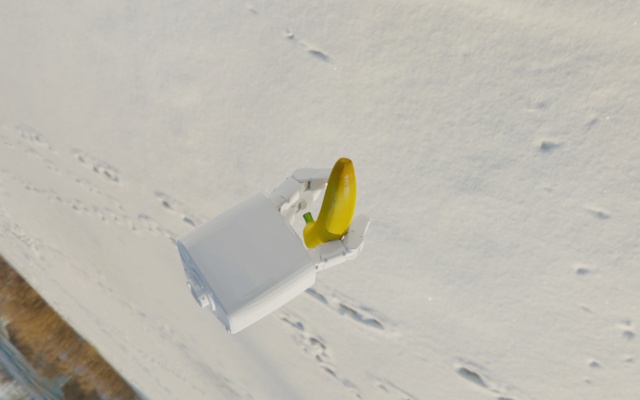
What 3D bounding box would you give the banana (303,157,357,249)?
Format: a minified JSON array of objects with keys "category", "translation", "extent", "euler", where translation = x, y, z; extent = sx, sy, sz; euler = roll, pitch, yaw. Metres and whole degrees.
[{"category":"banana","translation":[0.006,0.020,0.553],"extent":[0.037,0.069,0.198],"euler":[-16,-14,-21]}]
